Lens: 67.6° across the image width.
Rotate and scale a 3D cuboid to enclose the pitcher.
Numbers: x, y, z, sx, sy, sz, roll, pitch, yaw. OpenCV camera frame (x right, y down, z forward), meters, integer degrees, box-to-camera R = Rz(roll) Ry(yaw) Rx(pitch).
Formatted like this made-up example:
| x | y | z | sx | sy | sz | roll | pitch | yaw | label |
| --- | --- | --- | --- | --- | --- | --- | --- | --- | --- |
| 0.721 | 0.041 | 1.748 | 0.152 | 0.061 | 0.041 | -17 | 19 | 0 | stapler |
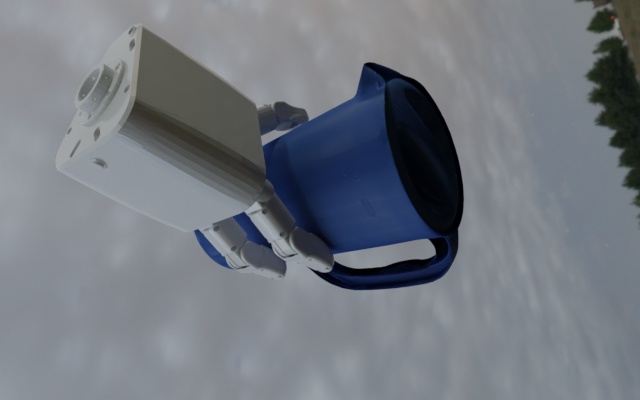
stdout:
| x | y | z | sx | sy | sz | roll | pitch | yaw | label |
| --- | --- | --- | --- | --- | --- | --- | --- | --- | --- |
| 0.000 | 0.001 | 0.440 | 0.243 | 0.149 | 0.145 | -18 | -33 | 35 | pitcher |
